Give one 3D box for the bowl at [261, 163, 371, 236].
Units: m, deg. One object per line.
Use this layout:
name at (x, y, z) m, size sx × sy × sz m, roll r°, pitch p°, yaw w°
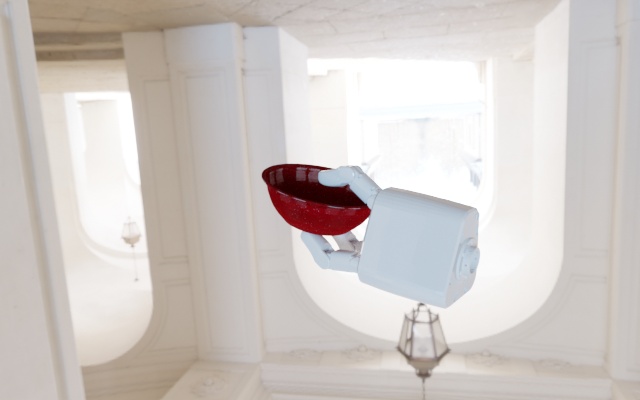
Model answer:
bowl at (-0.001, 0.002, 0.620) m, size 0.162 × 0.055 × 0.162 m, roll 10°, pitch 20°, yaw -4°
